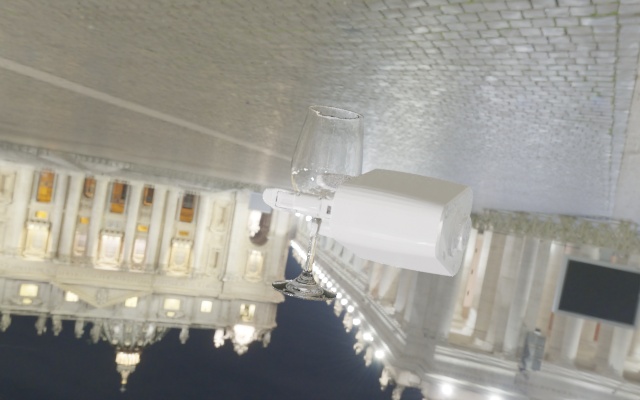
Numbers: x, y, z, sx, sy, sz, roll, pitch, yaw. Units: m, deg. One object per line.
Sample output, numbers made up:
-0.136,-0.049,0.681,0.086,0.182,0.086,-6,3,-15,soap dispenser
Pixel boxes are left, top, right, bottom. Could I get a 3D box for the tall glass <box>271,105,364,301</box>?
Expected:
0.000,0.002,0.524,0.079,0.201,0.079,10,2,0,tall glass
